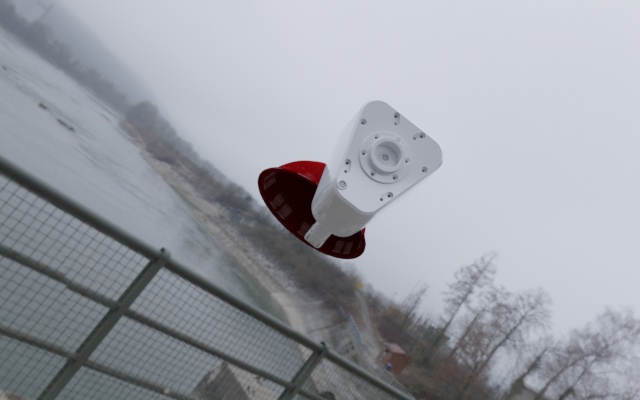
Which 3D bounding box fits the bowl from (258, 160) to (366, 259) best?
[{"bbox_3d":[0.000,0.002,0.608,0.162,0.162,0.055,0,44,50],"label":"bowl"}]
